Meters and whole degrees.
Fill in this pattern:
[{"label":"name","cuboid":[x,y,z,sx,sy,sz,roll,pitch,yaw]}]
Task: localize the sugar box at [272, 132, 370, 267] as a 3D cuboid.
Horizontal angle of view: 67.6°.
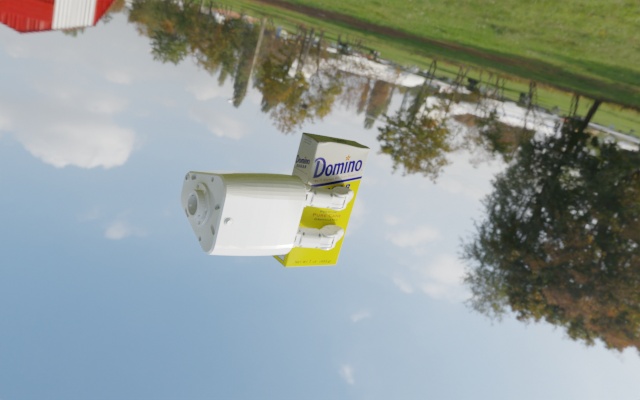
[{"label":"sugar box","cuboid":[0.000,0.002,0.648,0.093,0.176,0.048,2,22,-39]}]
